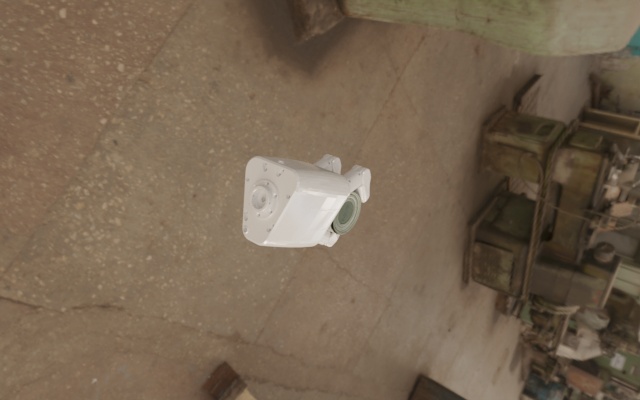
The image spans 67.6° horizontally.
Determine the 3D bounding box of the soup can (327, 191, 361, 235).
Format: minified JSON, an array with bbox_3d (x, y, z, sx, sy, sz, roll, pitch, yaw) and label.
[{"bbox_3d":[0.001,0.003,0.705,0.102,0.068,0.068,22,13,35],"label":"soup can"}]
